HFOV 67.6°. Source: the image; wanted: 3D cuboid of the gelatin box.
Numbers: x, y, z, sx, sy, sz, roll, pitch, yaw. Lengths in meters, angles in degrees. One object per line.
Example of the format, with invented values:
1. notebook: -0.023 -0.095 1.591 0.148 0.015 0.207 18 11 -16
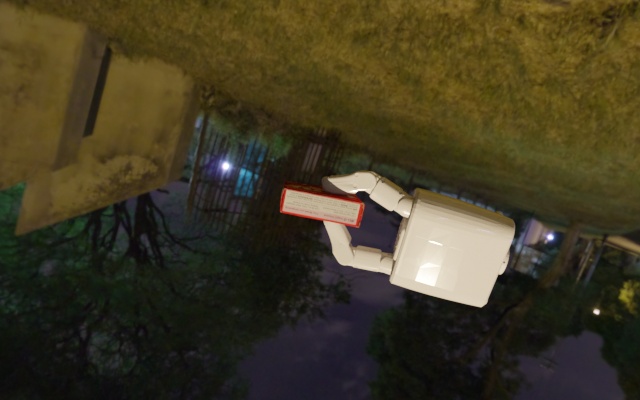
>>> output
1. gelatin box: 0.000 0.002 0.538 0.089 0.030 0.073 10 8 -5
